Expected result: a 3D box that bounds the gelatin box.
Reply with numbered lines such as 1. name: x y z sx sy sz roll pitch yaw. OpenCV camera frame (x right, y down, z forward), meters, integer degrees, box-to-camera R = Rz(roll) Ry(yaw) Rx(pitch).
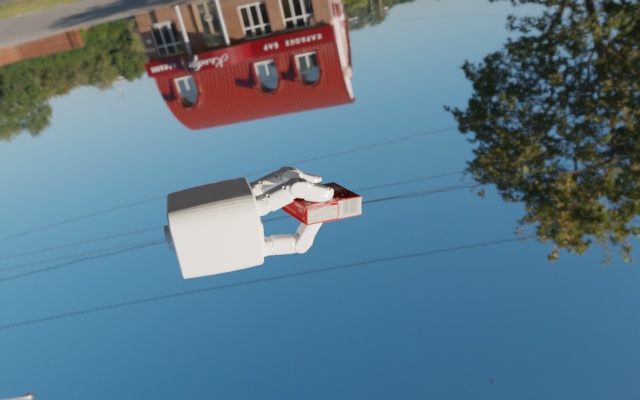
1. gelatin box: 0.000 0.003 0.650 0.089 0.030 0.073 -10 22 -28
